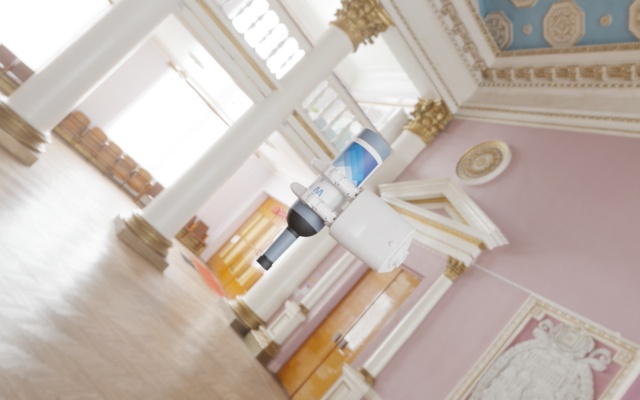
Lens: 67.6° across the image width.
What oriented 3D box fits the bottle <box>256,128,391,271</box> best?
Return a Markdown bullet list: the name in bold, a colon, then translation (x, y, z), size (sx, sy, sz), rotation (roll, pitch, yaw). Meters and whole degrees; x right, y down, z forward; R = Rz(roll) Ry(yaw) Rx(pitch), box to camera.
- **bottle**: translation (0.000, 0.002, 0.818), size (0.069, 0.295, 0.069), rotation (42, -9, 8)
